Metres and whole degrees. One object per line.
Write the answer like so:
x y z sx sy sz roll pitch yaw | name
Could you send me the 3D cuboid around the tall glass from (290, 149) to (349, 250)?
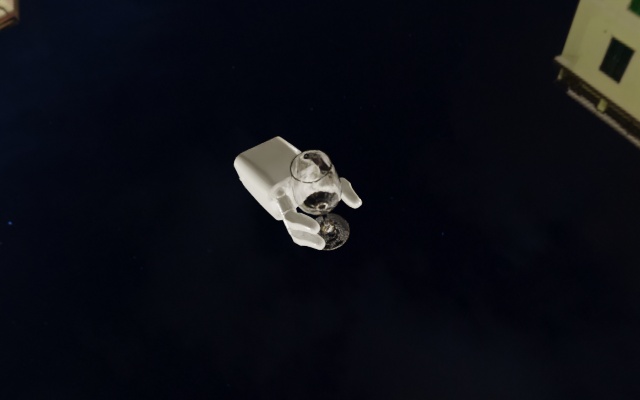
0.000 0.003 0.779 0.079 0.079 0.201 0 -32 10 | tall glass
